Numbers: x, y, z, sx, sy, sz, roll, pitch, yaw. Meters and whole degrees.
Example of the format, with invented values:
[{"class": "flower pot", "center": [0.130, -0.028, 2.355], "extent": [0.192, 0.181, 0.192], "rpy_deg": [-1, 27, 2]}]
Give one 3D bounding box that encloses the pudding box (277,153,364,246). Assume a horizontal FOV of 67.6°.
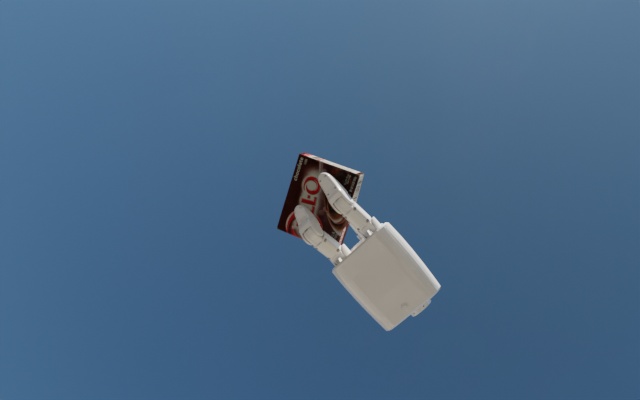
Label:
[{"class": "pudding box", "center": [0.000, 0.002, 0.649], "extent": [0.090, 0.113, 0.039], "rpy_deg": [21, 10, 16]}]
